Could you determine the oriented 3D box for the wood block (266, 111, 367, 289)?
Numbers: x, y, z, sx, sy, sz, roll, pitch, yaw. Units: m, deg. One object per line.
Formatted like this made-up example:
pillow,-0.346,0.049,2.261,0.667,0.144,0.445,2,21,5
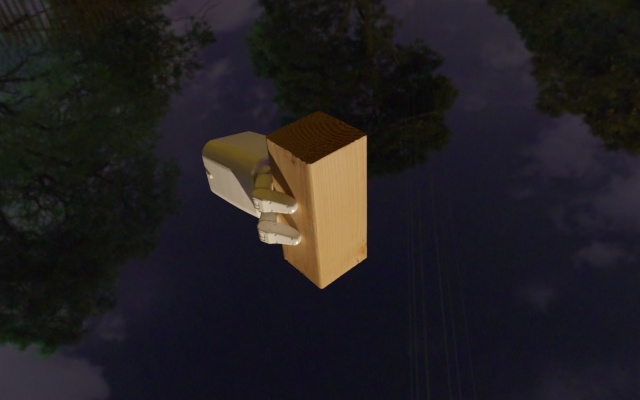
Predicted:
wood block,0.000,0.002,0.632,0.091,0.206,0.090,-31,46,-29
